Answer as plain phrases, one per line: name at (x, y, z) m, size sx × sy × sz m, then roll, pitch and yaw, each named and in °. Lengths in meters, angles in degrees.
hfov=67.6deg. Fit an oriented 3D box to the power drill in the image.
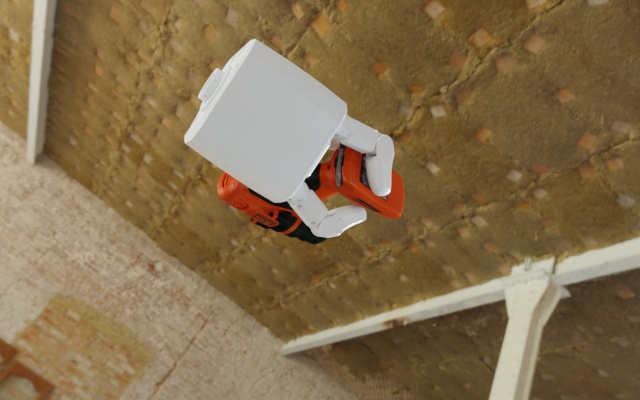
power drill at (0.000, 0.002, 0.565) m, size 0.188 × 0.057 × 0.184 m, roll -14°, pitch -30°, yaw 37°
